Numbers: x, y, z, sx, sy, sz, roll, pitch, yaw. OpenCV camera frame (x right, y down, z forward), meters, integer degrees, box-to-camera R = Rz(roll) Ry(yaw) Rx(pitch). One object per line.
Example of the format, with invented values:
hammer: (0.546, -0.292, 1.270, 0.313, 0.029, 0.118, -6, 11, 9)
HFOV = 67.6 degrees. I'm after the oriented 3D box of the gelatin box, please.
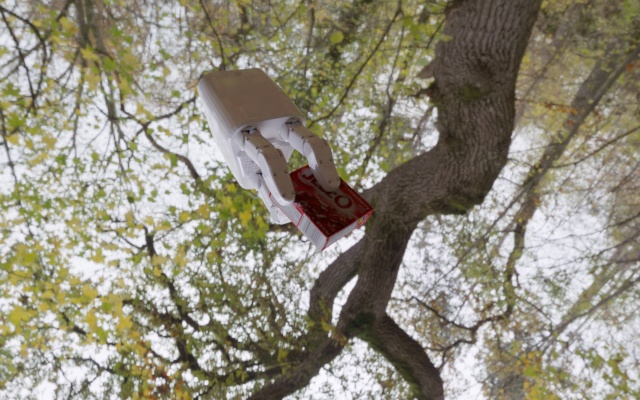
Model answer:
gelatin box: (0.000, 0.002, 0.514, 0.073, 0.089, 0.030, -29, -25, -37)
